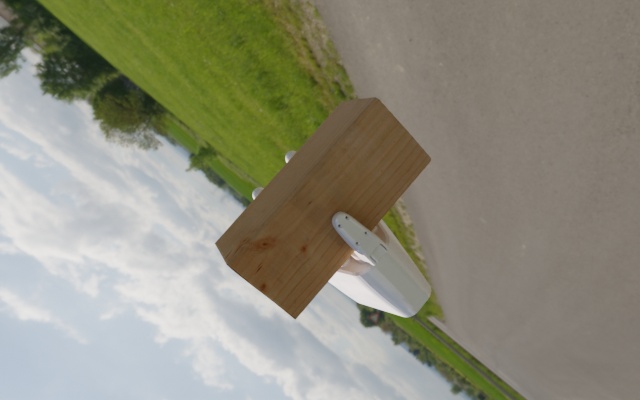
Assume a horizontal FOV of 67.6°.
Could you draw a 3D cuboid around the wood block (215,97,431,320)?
[{"bbox_3d":[0.000,0.002,0.486,0.090,0.206,0.091,43,-7,-21],"label":"wood block"}]
